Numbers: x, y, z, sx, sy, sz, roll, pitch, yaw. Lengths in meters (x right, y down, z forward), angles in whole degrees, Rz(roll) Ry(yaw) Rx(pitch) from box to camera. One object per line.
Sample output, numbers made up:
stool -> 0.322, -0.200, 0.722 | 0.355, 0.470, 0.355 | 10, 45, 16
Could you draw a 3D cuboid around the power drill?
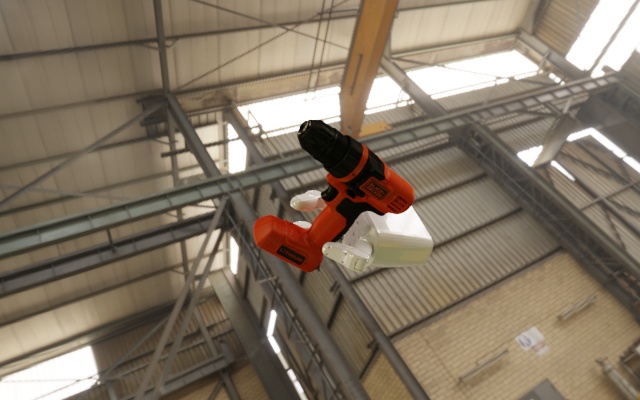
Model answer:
power drill -> 0.000, 0.002, 0.608 | 0.184, 0.057, 0.188 | 33, -60, -29
